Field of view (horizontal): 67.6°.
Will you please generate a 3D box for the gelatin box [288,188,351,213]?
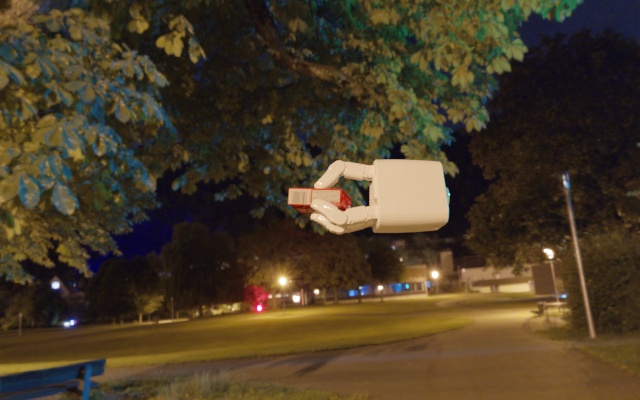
[{"bbox_3d":[0.000,0.002,0.770,0.089,0.030,0.073,2,-11,14],"label":"gelatin box"}]
